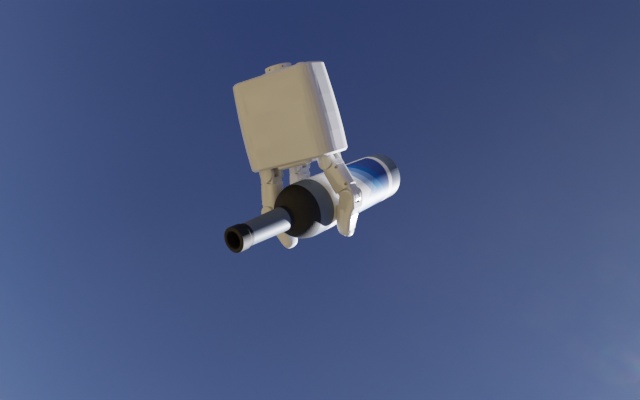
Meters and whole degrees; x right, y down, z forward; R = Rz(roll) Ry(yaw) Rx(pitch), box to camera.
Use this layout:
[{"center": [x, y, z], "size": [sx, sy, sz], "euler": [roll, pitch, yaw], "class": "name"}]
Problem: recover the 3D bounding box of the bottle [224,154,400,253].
[{"center": [0.000, 0.002, 0.587], "size": [0.069, 0.069, 0.295], "euler": [0, 15, 38], "class": "bottle"}]
